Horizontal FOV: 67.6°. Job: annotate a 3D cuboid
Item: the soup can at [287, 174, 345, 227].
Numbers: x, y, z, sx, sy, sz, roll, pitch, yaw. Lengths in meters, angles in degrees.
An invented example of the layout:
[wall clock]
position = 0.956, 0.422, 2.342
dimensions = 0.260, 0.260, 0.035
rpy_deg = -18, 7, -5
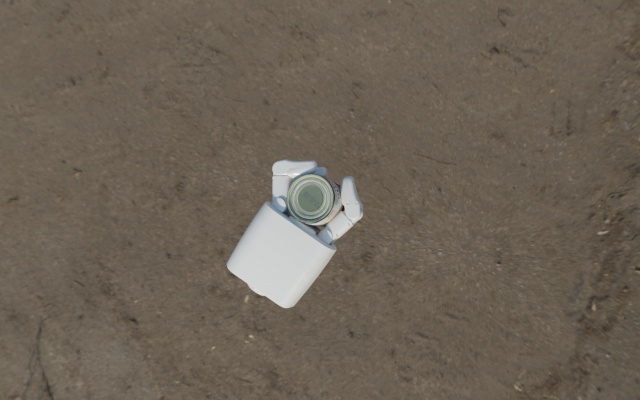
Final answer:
[soup can]
position = 0.000, 0.002, 0.669
dimensions = 0.068, 0.068, 0.102
rpy_deg = 0, -6, 17
